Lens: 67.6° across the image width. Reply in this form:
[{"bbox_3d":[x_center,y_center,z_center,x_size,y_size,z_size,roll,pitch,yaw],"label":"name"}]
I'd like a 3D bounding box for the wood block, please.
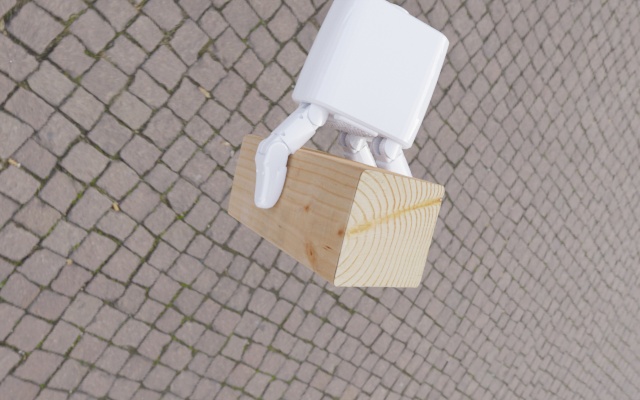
[{"bbox_3d":[0.000,0.001,0.448,0.091,0.090,0.206,9,8,-34],"label":"wood block"}]
